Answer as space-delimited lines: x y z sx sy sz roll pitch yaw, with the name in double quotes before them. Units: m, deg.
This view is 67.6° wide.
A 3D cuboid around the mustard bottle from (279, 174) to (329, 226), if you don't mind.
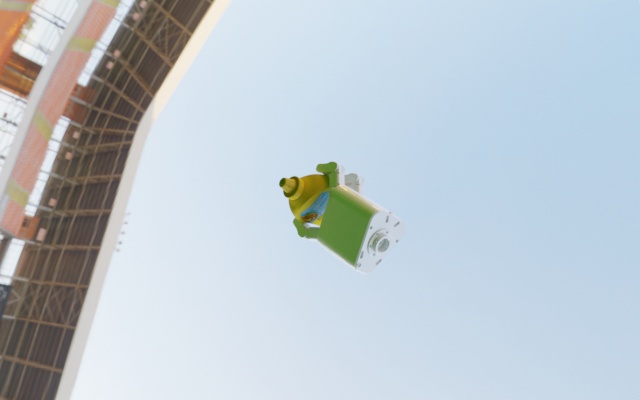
"mustard bottle" 0.000 0.003 0.861 0.096 0.058 0.192 -43 -45 21
